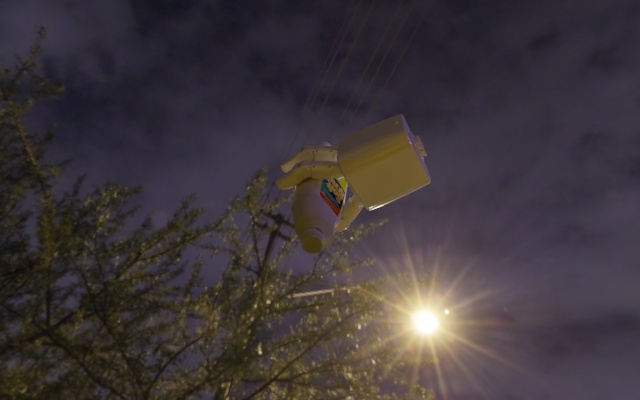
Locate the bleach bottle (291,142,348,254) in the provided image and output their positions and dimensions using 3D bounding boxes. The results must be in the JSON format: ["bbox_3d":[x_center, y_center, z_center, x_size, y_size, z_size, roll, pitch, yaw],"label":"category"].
[{"bbox_3d":[0.000,0.002,0.735,0.068,0.103,0.250,-23,26,16],"label":"bleach bottle"}]
